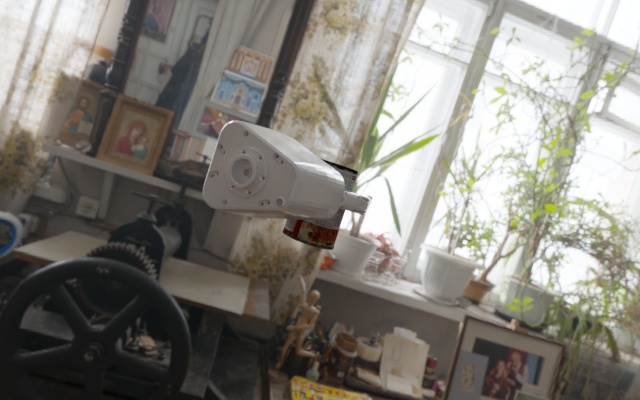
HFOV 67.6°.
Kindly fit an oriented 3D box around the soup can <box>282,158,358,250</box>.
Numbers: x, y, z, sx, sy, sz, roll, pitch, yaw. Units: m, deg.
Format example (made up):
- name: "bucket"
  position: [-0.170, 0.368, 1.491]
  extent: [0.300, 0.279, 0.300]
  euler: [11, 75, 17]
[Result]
- name: "soup can"
  position: [0.000, 0.002, 0.594]
  extent: [0.068, 0.102, 0.068]
  euler: [18, 4, -1]
